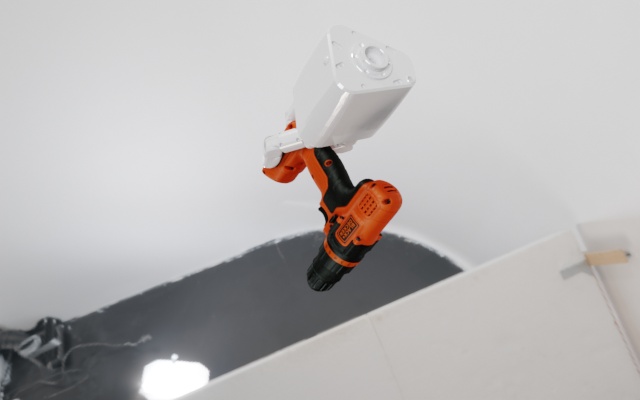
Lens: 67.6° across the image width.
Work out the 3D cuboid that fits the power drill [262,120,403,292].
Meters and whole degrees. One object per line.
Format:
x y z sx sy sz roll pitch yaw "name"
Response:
0.000 0.002 0.619 0.057 0.187 0.184 -7 -39 -48 "power drill"
